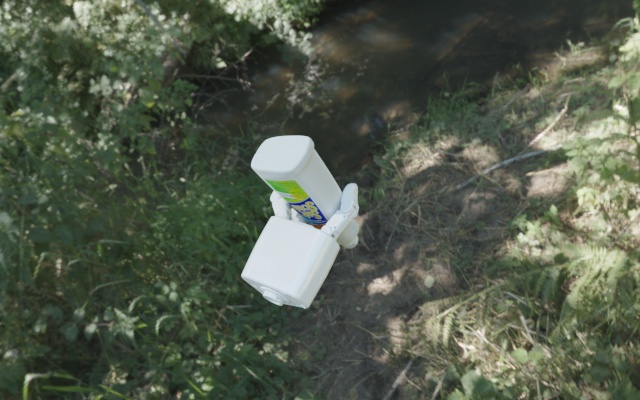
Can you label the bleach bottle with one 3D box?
[{"bbox_3d":[0.000,0.002,0.761,0.102,0.068,0.251,6,-31,39],"label":"bleach bottle"}]
